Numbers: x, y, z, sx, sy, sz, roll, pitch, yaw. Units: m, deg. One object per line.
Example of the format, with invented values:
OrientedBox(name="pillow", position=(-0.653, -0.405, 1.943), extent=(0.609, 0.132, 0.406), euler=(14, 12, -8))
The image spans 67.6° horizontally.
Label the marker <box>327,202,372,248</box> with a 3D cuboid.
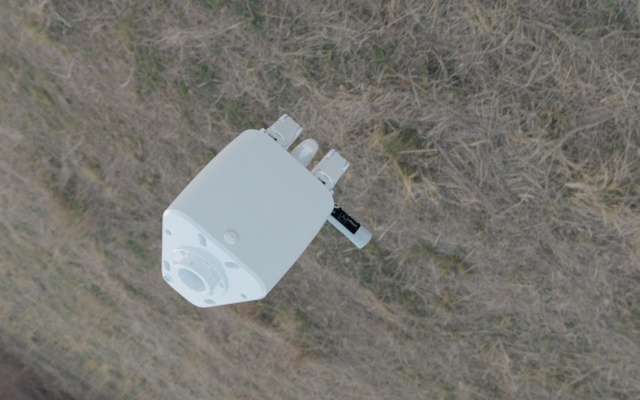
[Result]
OrientedBox(name="marker", position=(0.000, 0.002, 0.471), extent=(0.121, 0.020, 0.020), euler=(41, -5, -5))
